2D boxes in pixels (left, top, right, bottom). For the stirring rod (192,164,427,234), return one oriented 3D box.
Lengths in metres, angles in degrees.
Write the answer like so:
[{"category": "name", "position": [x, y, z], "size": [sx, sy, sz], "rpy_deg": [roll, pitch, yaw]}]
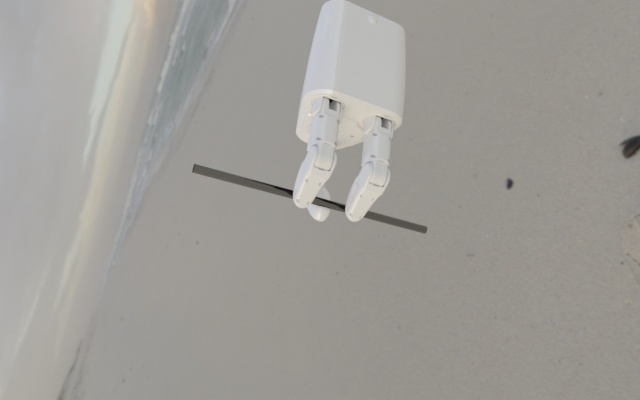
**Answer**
[{"category": "stirring rod", "position": [0.000, 0.001, 0.450], "size": [0.239, 0.011, 0.011], "rpy_deg": [15, -6, -22]}]
